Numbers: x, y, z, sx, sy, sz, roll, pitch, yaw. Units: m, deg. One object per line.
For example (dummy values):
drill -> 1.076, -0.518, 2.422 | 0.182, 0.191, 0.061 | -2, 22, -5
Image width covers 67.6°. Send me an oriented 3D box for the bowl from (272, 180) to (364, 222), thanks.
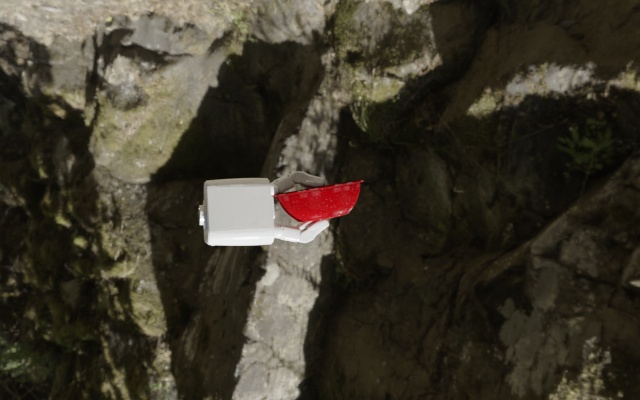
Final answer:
bowl -> 0.002, 0.003, 0.834 | 0.162, 0.055, 0.162 | -10, 2, 0
